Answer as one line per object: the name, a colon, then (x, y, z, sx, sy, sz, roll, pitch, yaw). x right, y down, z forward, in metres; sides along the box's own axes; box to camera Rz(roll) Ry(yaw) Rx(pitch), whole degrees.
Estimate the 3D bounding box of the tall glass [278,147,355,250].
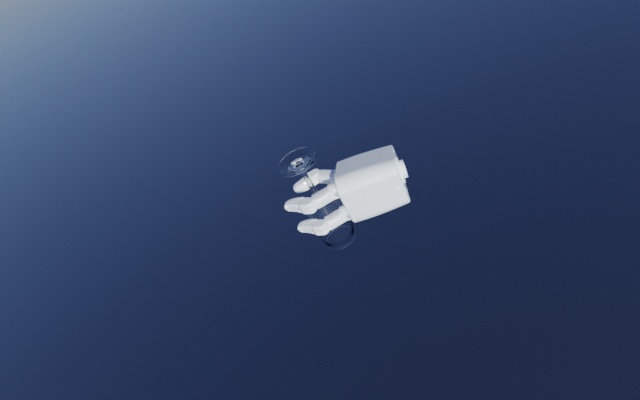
tall glass: (0.000, 0.002, 0.866, 0.079, 0.079, 0.201, 0, -44, 33)
